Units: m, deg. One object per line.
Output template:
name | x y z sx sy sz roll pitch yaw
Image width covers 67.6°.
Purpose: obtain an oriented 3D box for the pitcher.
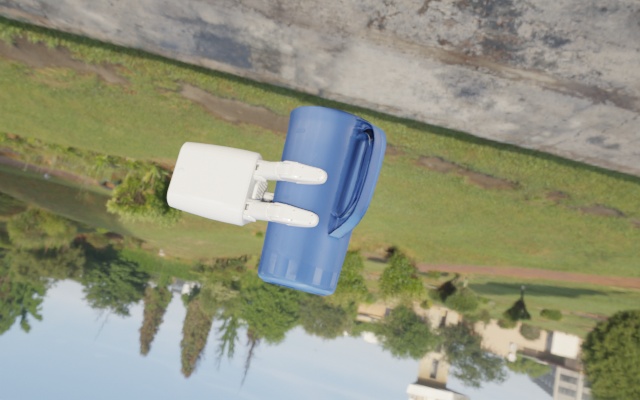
pitcher | 0.000 0.002 0.654 0.145 0.243 0.149 12 -9 8
